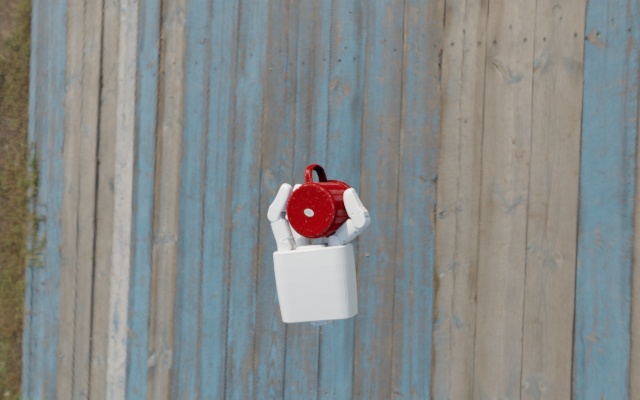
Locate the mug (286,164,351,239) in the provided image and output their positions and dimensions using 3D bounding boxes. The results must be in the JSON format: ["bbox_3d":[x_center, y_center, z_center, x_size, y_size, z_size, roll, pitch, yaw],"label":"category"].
[{"bbox_3d":[0.000,0.001,0.718,0.093,0.117,0.081,-10,-3,26],"label":"mug"}]
